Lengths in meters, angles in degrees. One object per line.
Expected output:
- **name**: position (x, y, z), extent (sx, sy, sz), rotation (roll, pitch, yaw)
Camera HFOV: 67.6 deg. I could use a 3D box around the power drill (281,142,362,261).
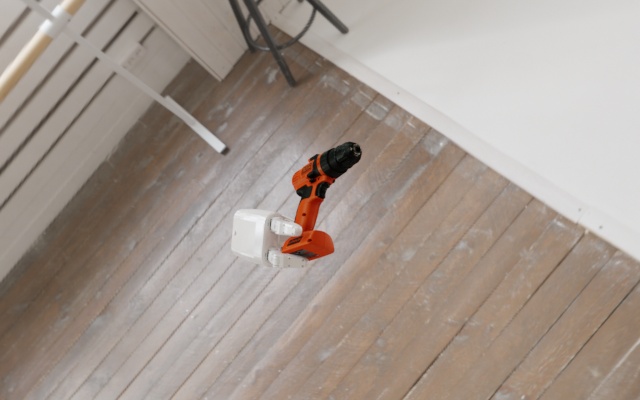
- **power drill**: position (0.000, 0.003, 0.820), extent (0.057, 0.187, 0.184), rotation (24, -29, -24)
